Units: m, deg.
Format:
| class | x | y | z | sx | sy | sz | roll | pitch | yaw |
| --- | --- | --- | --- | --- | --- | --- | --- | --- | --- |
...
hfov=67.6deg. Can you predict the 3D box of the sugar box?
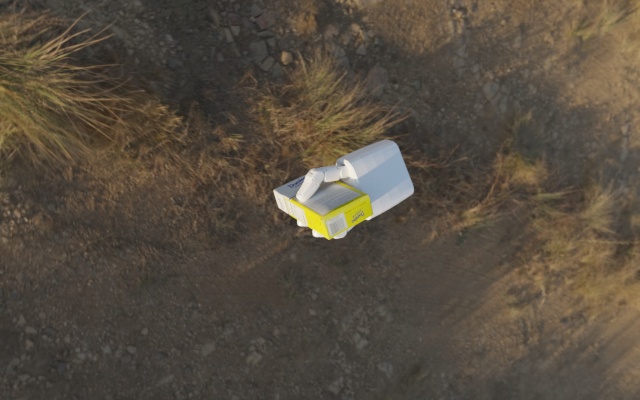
| class | x | y | z | sx | sy | sz | roll | pitch | yaw |
| --- | --- | --- | --- | --- | --- | --- | --- | --- | --- |
| sugar box | 0.000 | 0.003 | 0.820 | 0.093 | 0.048 | 0.176 | -26 | 26 | -22 |
